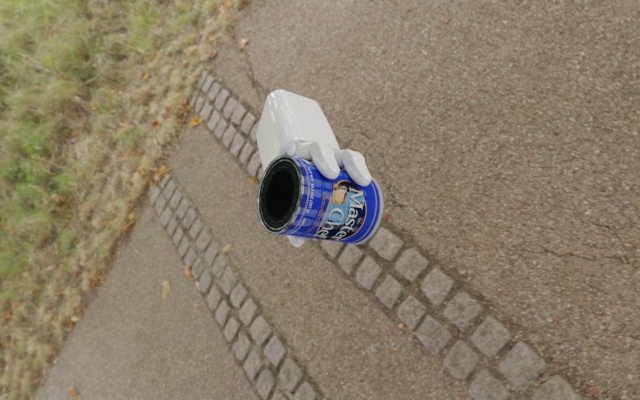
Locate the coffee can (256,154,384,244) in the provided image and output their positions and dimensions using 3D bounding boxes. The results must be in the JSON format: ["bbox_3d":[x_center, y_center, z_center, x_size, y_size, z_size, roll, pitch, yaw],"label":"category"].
[{"bbox_3d":[0.000,0.002,0.645,0.140,0.103,0.103,11,-7,-38],"label":"coffee can"}]
